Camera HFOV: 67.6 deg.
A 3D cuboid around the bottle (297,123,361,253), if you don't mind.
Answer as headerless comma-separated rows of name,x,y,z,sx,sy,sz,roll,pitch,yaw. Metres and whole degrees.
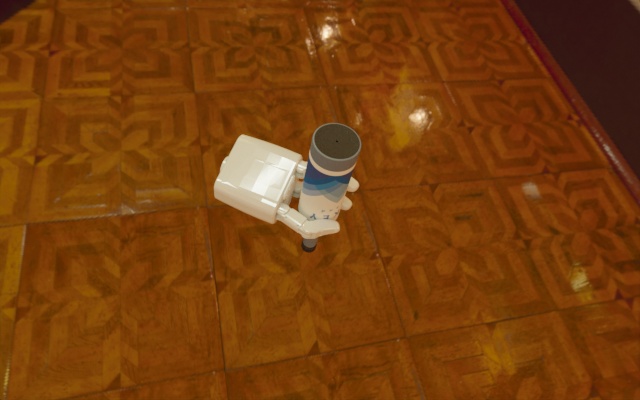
bottle,0.000,0.002,0.756,0.069,0.069,0.296,0,-34,-10
